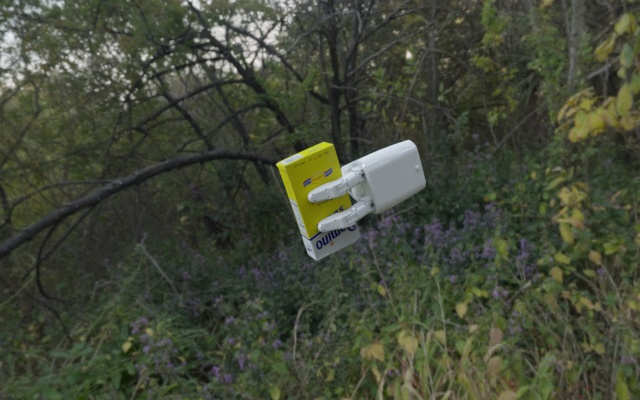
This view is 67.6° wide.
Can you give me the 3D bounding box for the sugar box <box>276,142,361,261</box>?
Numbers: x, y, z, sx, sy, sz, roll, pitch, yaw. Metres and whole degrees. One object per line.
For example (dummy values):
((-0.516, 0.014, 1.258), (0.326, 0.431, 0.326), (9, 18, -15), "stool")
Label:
((0.000, 0.003, 0.794), (0.093, 0.176, 0.048), (-26, 20, -18), "sugar box")
